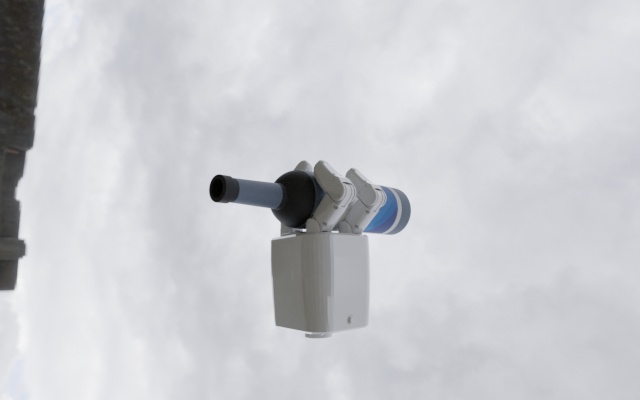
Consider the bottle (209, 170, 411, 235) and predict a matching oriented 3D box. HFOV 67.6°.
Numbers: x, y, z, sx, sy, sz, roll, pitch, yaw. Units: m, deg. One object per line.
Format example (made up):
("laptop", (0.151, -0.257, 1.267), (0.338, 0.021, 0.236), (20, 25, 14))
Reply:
("bottle", (0.000, 0.002, 0.564), (0.069, 0.069, 0.296), (0, -5, 43))
